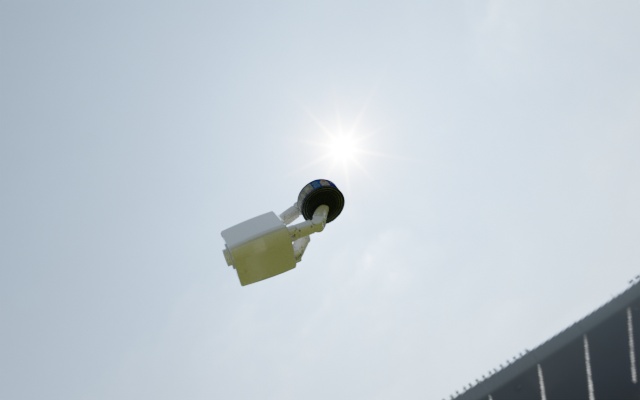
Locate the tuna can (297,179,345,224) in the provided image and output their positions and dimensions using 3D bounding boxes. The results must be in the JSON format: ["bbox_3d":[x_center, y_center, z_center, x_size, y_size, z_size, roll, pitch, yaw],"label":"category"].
[{"bbox_3d":[0.000,0.003,0.893,0.086,0.086,0.033,0,31,-24],"label":"tuna can"}]
